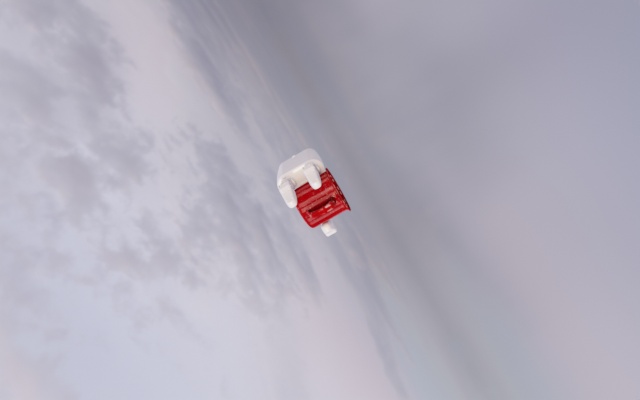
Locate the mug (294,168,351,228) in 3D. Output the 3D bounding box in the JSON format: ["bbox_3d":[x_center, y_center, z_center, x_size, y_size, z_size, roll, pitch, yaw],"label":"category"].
[{"bbox_3d":[0.000,0.004,0.878,0.081,0.093,0.117,-30,19,6],"label":"mug"}]
